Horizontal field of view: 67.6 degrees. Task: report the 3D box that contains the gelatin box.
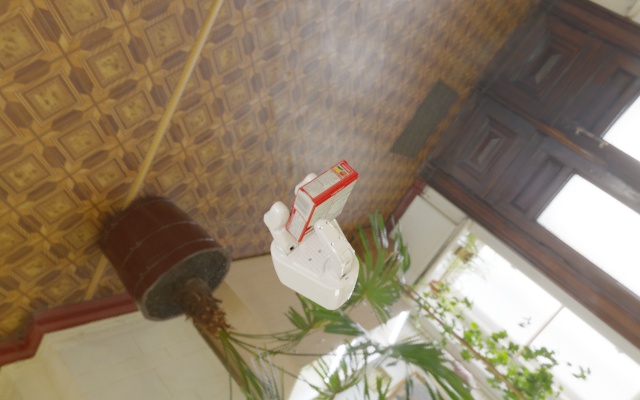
[{"bbox_3d":[0.000,0.002,0.560,0.073,0.030,0.089,-34,-19,-32],"label":"gelatin box"}]
